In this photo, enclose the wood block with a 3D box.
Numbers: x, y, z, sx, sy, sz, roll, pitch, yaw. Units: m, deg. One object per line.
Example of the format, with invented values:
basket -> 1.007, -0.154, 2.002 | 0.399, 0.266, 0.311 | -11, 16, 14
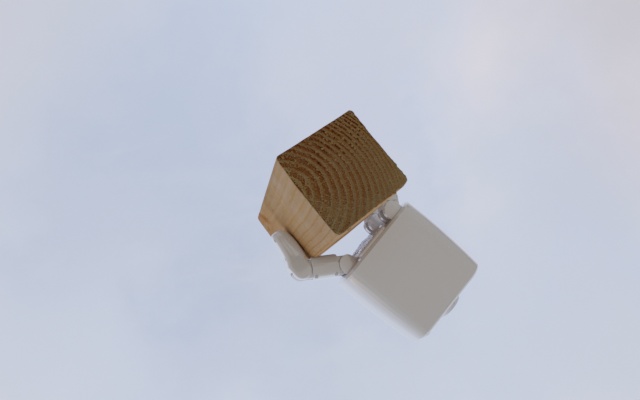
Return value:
wood block -> 0.000, 0.002, 0.520 | 0.091, 0.090, 0.206 | -36, -7, -20
